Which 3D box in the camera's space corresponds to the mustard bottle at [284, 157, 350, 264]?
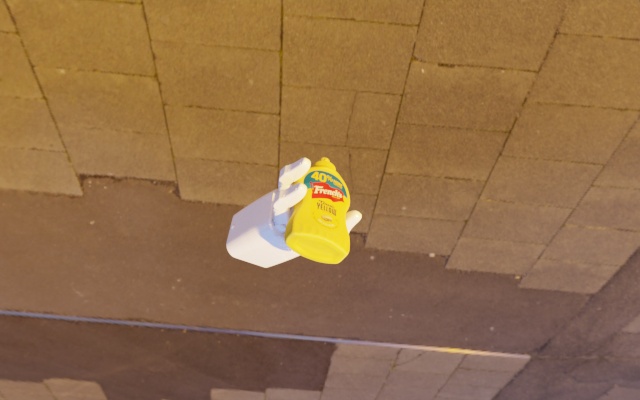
[{"bbox_3d":[0.000,0.002,0.752,0.096,0.191,0.058,22,-46,-17],"label":"mustard bottle"}]
